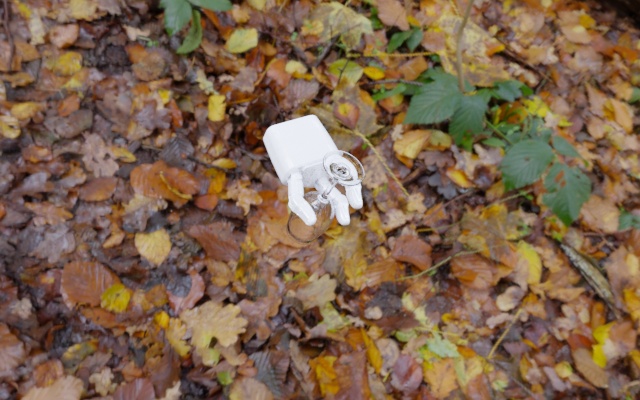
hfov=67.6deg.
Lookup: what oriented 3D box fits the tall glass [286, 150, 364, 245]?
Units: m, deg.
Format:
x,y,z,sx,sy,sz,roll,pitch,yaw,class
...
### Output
x,y,z,sx,sy,sz,roll,pitch,yaw,class
0.000,0.003,0.850,0.079,0.079,0.201,0,-35,-28,tall glass
